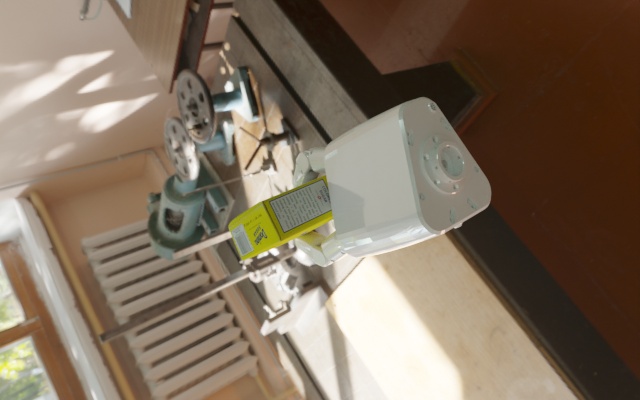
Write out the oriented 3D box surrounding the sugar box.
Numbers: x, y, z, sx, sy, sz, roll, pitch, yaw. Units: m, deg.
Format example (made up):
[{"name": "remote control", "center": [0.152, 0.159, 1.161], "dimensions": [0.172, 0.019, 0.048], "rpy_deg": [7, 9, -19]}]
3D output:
[{"name": "sugar box", "center": [0.000, 0.002, 0.495], "dimensions": [0.176, 0.048, 0.093], "rpy_deg": [-22, -4, -35]}]
